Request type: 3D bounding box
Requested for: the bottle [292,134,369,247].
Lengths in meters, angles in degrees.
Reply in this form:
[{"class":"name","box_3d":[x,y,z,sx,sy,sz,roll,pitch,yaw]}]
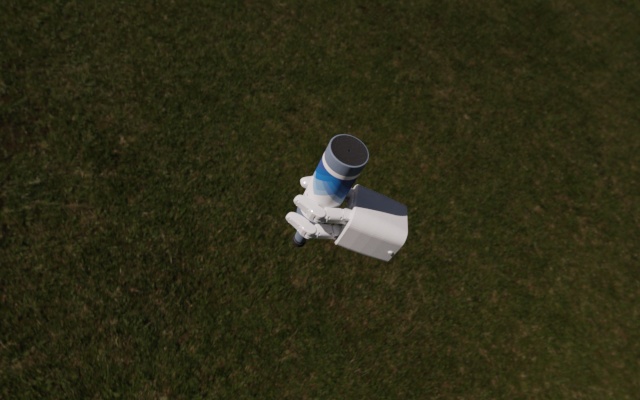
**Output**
[{"class":"bottle","box_3d":[0.000,0.003,0.856,0.069,0.069,0.296,0,-33,-21]}]
